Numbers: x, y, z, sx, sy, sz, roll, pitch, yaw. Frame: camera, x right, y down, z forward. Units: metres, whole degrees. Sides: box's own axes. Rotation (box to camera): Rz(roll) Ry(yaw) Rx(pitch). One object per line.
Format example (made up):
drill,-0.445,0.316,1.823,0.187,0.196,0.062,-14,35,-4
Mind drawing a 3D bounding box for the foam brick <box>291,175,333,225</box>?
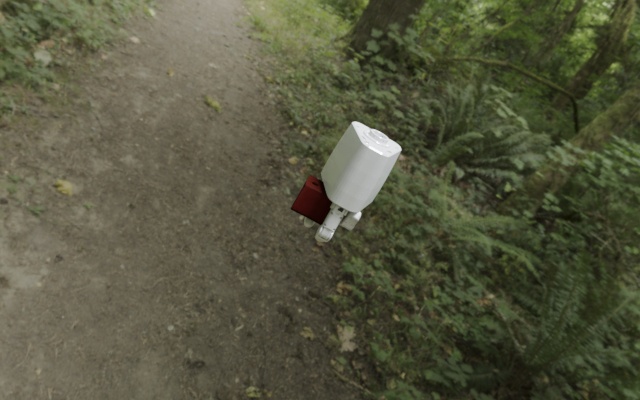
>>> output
foam brick,0.000,0.003,0.784,0.078,0.051,0.053,28,24,-4
